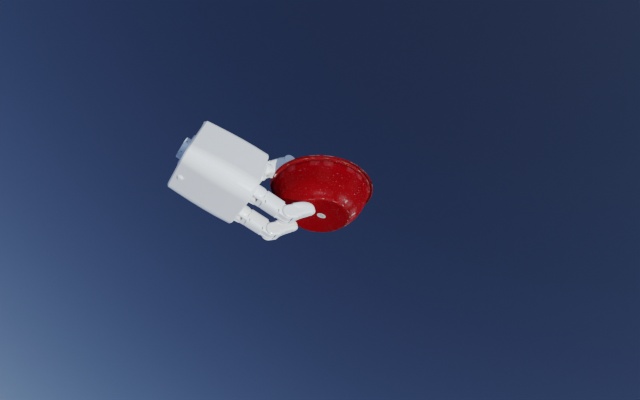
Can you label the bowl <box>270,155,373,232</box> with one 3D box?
[{"bbox_3d":[0.001,0.003,0.739,0.162,0.055,0.162,2,-36,2],"label":"bowl"}]
